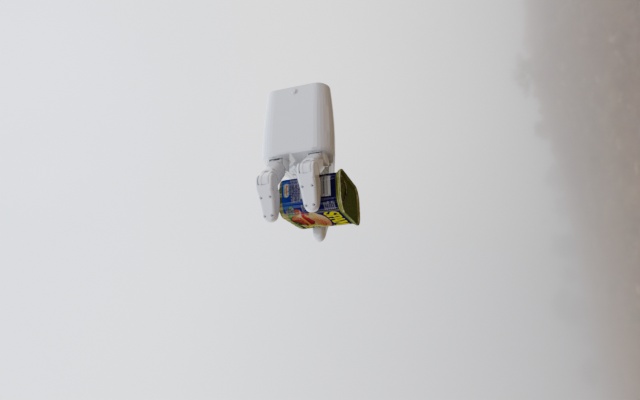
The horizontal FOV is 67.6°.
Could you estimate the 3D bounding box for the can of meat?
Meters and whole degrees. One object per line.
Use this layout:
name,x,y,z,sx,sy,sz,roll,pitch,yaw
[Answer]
can of meat,0.000,0.002,0.630,0.084,0.057,0.102,-7,-18,16
